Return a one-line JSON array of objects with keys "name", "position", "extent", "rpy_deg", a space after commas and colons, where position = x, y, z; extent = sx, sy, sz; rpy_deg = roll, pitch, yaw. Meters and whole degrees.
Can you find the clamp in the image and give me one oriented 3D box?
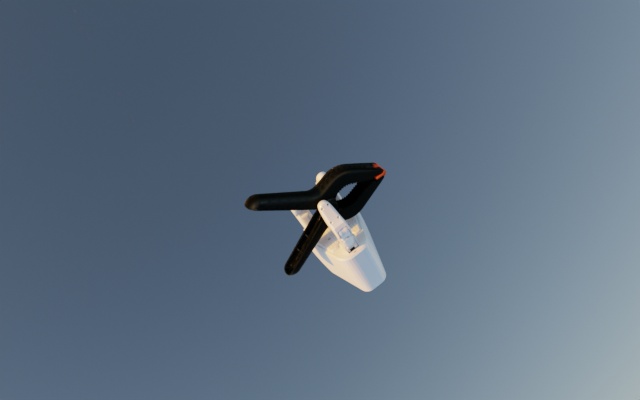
[{"name": "clamp", "position": [0.001, 0.002, 0.688], "extent": [0.036, 0.210, 0.165], "rpy_deg": [47, -7, 45]}]
